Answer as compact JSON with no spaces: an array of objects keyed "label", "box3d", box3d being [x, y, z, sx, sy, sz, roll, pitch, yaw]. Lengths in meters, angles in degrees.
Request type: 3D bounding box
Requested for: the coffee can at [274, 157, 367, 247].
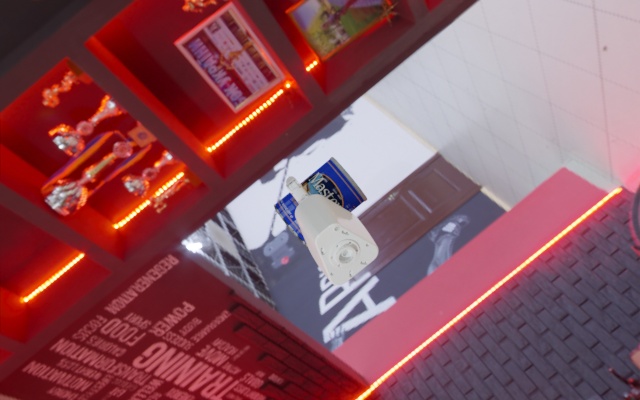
[{"label":"coffee can","box3d":[0.000,0.003,0.876,0.140,0.103,0.103,-39,-2,2]}]
